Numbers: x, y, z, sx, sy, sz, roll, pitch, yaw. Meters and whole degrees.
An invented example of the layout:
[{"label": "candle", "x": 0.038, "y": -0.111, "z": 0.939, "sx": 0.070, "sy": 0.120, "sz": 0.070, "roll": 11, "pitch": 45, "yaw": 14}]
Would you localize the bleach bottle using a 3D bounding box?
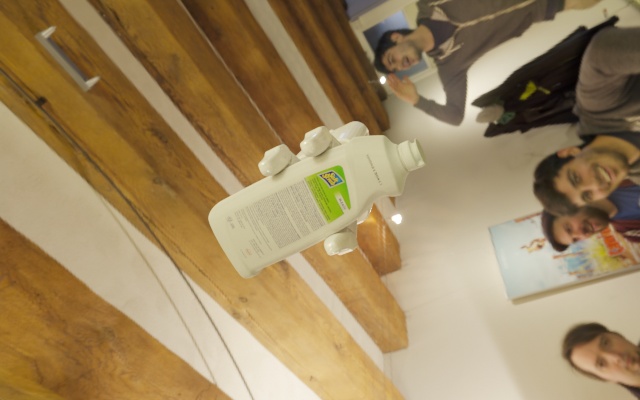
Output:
[{"label": "bleach bottle", "x": 0.000, "y": 0.002, "z": 0.538, "sx": 0.251, "sy": 0.102, "sz": 0.068, "roll": -23, "pitch": 16, "yaw": 22}]
